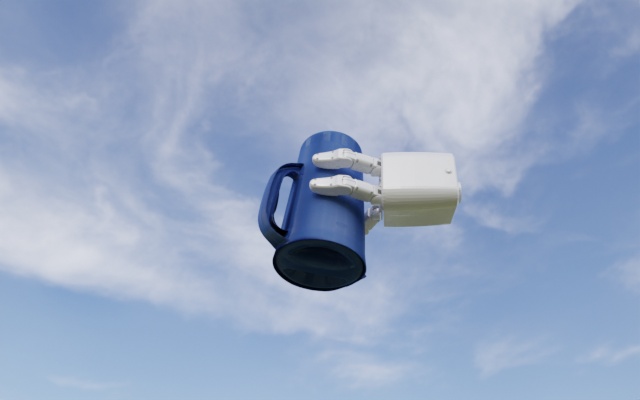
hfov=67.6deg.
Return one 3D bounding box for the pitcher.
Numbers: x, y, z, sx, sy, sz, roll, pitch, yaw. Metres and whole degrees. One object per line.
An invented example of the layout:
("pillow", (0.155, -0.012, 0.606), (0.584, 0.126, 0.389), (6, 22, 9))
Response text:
("pitcher", (0.000, 0.002, 0.737), (0.145, 0.242, 0.149), (-2, -41, 9))
